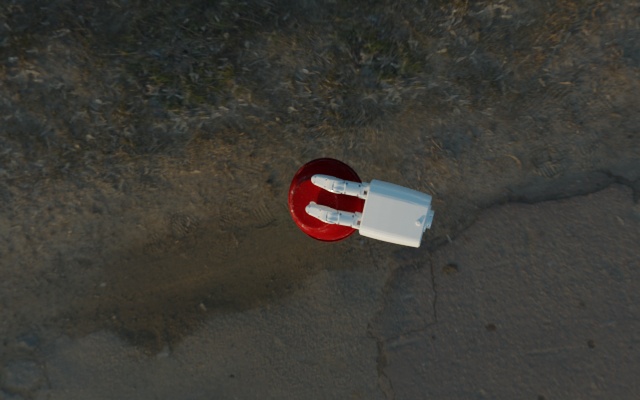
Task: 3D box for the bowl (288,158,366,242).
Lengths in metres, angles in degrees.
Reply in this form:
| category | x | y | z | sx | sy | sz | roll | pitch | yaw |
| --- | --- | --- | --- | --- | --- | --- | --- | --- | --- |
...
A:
| category | x | y | z | sx | sy | sz | roll | pitch | yaw |
| --- | --- | --- | --- | --- | --- | --- | --- | --- | --- |
| bowl | -0.001 | 0.003 | 0.878 | 0.162 | 0.162 | 0.055 | 0 | 7 | 25 |
